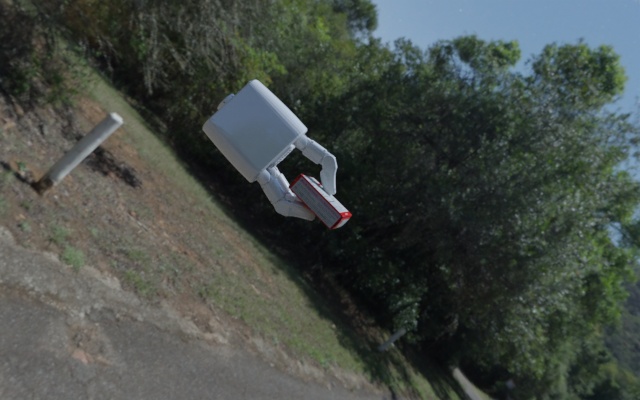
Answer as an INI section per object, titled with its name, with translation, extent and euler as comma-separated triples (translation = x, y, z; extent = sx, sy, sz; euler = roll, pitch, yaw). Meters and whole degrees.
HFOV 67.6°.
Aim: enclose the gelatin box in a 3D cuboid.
[gelatin box]
translation = 0.001, 0.002, 0.701
extent = 0.089, 0.030, 0.073
euler = 44, 9, 9
